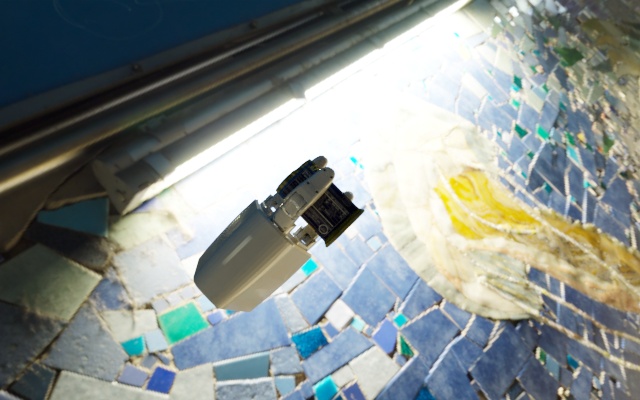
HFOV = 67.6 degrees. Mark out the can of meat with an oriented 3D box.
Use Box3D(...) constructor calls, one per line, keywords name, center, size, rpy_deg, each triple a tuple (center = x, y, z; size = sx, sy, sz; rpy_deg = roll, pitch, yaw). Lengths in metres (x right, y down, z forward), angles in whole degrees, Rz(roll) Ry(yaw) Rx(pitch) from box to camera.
Box3D(name="can of meat", center=(0.000, 0.001, 0.541), size=(0.057, 0.084, 0.102), rpy_deg=(-44, -3, 2))
